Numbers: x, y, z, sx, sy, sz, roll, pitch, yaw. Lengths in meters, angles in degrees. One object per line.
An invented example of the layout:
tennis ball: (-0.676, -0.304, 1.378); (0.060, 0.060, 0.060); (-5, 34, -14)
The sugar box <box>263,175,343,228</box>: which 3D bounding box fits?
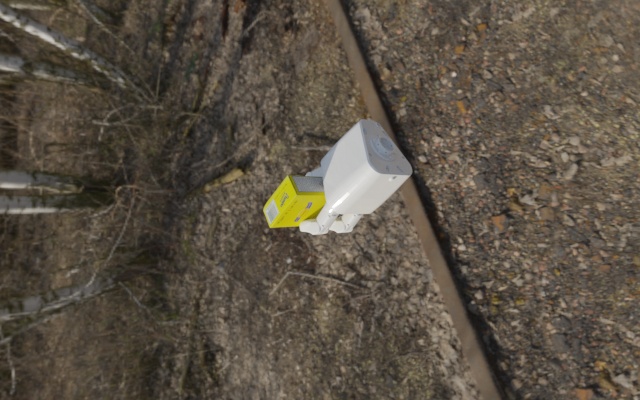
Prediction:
sugar box: (0.000, 0.003, 0.810); (0.176, 0.048, 0.093); (2, -37, -39)
